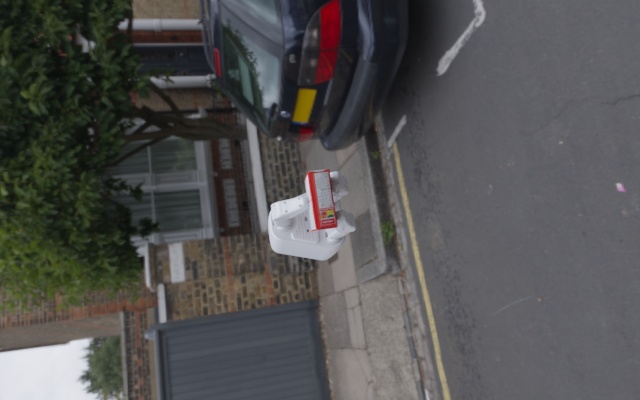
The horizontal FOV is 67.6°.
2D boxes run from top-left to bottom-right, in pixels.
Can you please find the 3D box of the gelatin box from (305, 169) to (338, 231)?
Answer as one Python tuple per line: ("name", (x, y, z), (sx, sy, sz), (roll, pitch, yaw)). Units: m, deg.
("gelatin box", (0.000, 0.002, 0.622), (0.030, 0.073, 0.089), (-8, -4, -5))
